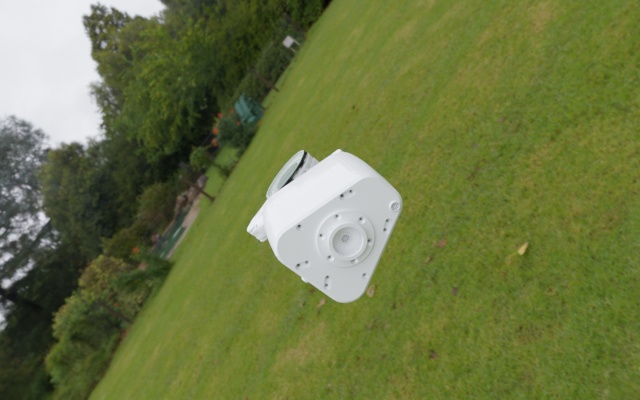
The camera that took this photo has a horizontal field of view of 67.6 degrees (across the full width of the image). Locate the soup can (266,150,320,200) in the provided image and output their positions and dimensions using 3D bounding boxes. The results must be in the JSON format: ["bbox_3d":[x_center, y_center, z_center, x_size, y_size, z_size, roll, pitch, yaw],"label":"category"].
[{"bbox_3d":[0.000,0.001,0.523,0.102,0.068,0.068,38,-12,-16],"label":"soup can"}]
